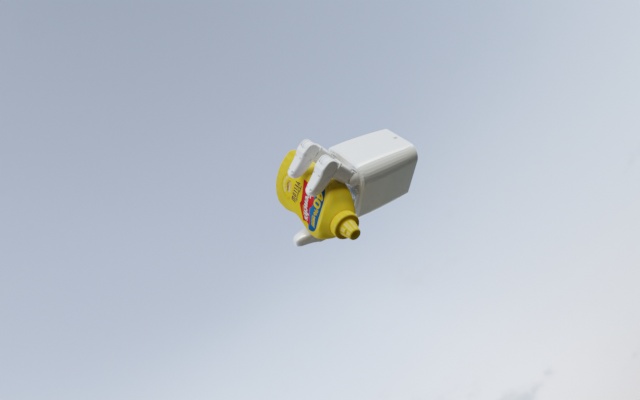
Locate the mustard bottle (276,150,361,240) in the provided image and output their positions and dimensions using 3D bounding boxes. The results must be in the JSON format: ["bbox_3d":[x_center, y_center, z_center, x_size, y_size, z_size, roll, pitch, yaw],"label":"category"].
[{"bbox_3d":[0.000,0.002,0.711,0.058,0.096,0.191,0,27,-35],"label":"mustard bottle"}]
